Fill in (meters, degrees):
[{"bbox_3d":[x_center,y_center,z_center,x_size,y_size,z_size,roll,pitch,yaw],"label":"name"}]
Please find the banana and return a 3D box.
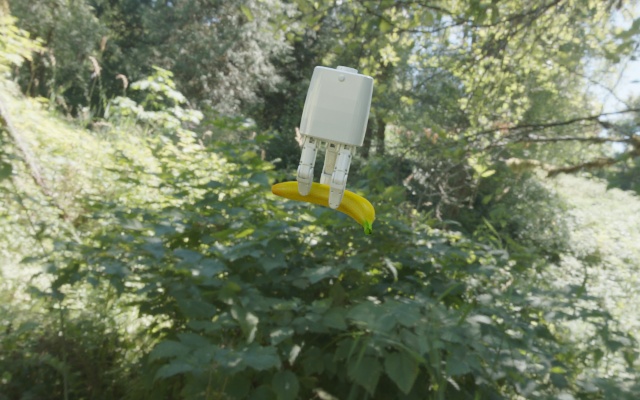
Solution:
[{"bbox_3d":[0.013,-0.001,0.783,0.197,0.037,0.069,21,25,29],"label":"banana"}]
